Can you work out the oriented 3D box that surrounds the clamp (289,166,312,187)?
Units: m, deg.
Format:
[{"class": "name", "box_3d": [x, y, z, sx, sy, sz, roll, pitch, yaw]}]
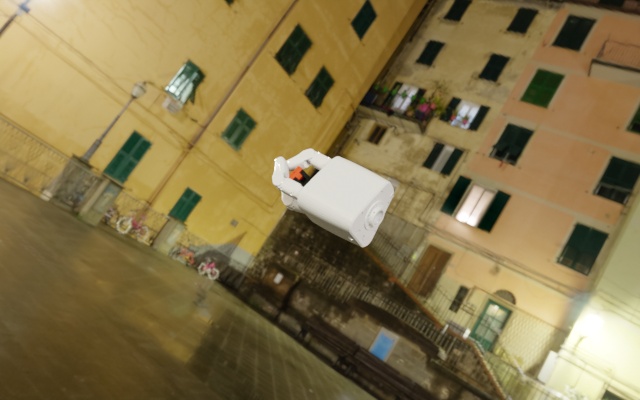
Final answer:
[{"class": "clamp", "box_3d": [0.000, 0.002, 0.851, 0.120, 0.039, 0.171, 29, -11, 32]}]
